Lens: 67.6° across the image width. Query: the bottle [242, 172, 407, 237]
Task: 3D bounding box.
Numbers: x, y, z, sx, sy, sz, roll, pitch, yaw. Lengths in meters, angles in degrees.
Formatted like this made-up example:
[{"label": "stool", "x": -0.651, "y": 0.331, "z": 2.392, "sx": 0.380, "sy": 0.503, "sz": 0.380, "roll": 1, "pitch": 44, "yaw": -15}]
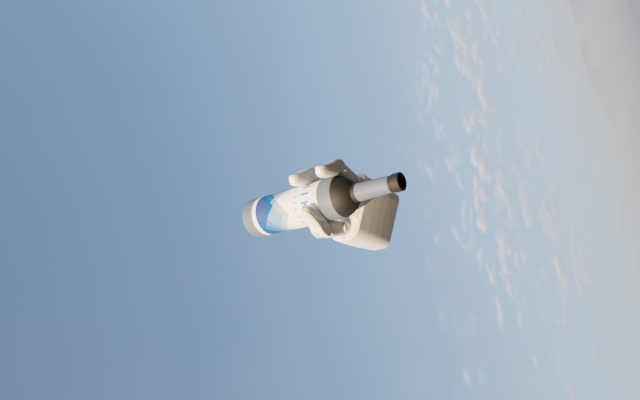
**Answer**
[{"label": "bottle", "x": 0.000, "y": 0.003, "z": 0.752, "sx": 0.296, "sy": 0.069, "sz": 0.069, "roll": -14, "pitch": -9, "yaw": 37}]
